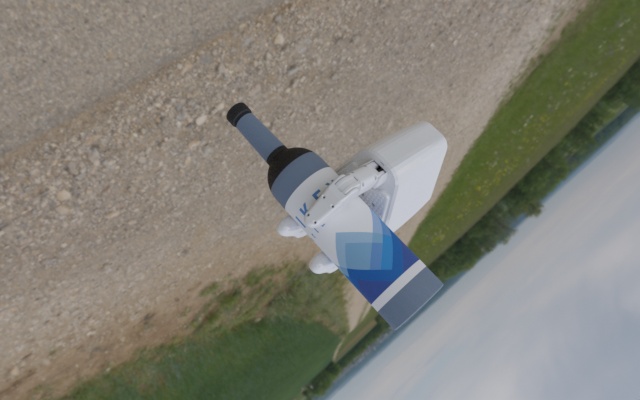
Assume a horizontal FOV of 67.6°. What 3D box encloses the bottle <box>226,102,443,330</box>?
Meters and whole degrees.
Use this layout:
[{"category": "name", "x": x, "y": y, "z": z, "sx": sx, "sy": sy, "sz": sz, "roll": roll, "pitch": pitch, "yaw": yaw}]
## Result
[{"category": "bottle", "x": 0.000, "y": 0.002, "z": 0.507, "sx": 0.069, "sy": 0.295, "sz": 0.069, "roll": -40, "pitch": -15, "yaw": -13}]
